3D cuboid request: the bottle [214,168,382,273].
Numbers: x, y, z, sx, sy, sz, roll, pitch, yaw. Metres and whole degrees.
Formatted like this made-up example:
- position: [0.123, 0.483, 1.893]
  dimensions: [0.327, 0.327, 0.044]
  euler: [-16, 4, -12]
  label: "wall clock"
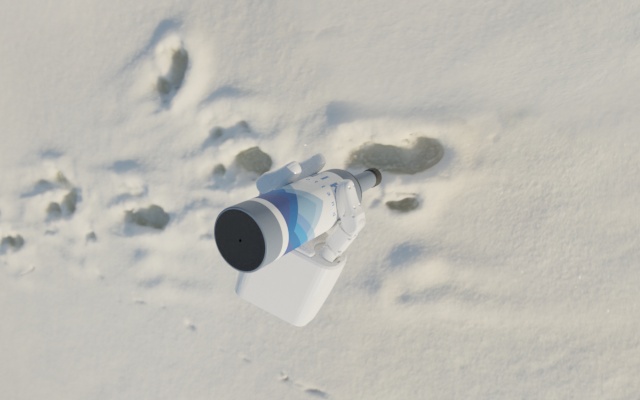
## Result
- position: [0.000, 0.002, 0.570]
  dimensions: [0.069, 0.069, 0.295]
  euler: [0, 14, 33]
  label: "bottle"
